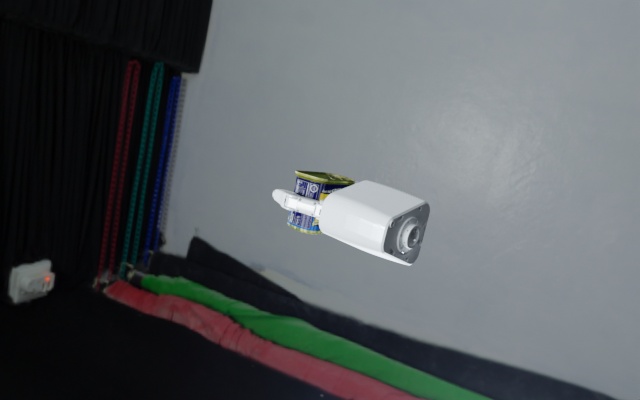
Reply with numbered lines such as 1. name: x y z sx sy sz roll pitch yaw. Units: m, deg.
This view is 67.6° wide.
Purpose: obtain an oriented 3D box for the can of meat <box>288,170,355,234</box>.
1. can of meat: 0.000 0.003 0.725 0.057 0.084 0.102 18 11 35
